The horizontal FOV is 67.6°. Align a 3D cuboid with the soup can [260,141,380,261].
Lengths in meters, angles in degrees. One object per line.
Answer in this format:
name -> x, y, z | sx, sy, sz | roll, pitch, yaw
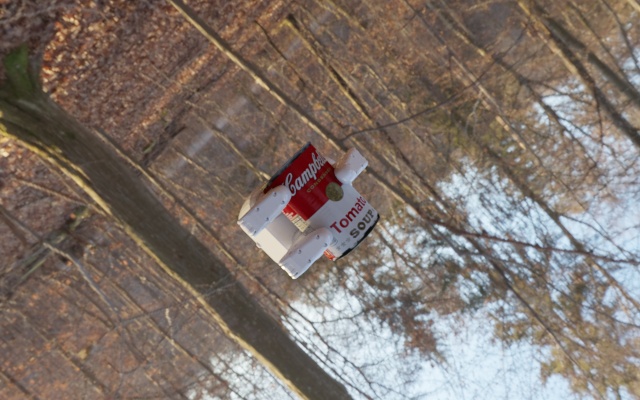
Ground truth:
soup can -> 0.001, 0.002, 0.470 | 0.068, 0.102, 0.068 | -44, 5, 5
